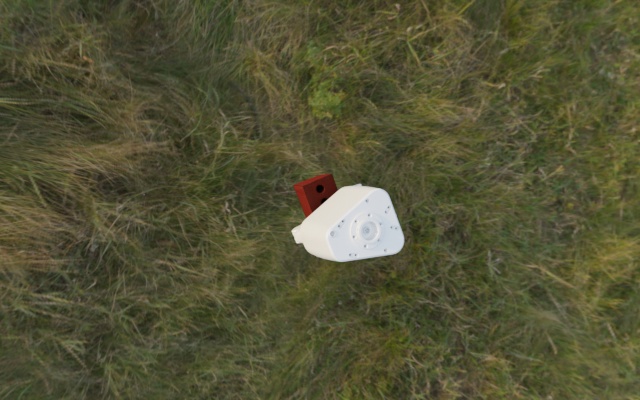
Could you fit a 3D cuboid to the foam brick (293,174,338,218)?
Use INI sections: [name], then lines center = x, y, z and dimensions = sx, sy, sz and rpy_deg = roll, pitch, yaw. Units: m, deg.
[foam brick]
center = 0.000, 0.002, 0.743
dimensions = 0.053, 0.078, 0.051
rpy_deg = -23, 8, -16
